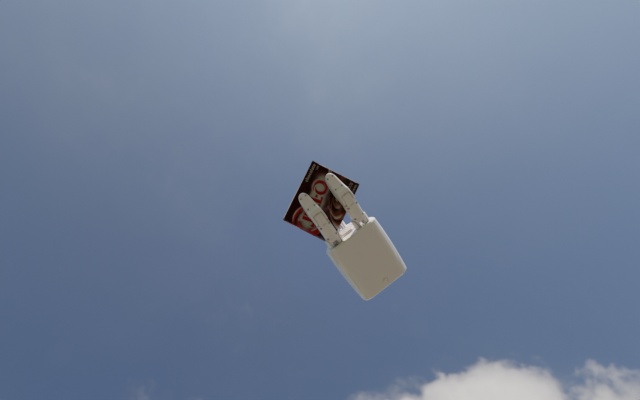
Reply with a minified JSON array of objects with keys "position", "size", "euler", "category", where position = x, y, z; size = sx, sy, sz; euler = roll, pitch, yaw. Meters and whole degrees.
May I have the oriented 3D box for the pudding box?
[{"position":[0.000,0.003,0.806],"size":[0.090,0.113,0.039],"euler":[26,-5,-7],"category":"pudding box"}]
